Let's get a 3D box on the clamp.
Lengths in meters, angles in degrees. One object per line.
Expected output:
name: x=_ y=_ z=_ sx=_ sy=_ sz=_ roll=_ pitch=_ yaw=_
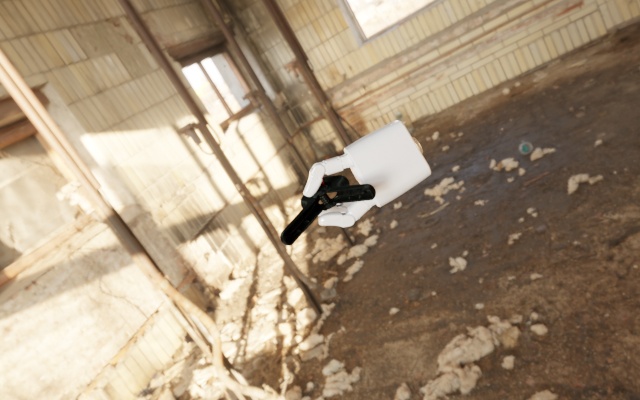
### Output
clamp: x=0.000 y=0.002 z=0.812 sx=0.164 sy=0.036 sz=0.210 roll=-30 pitch=16 yaw=1
